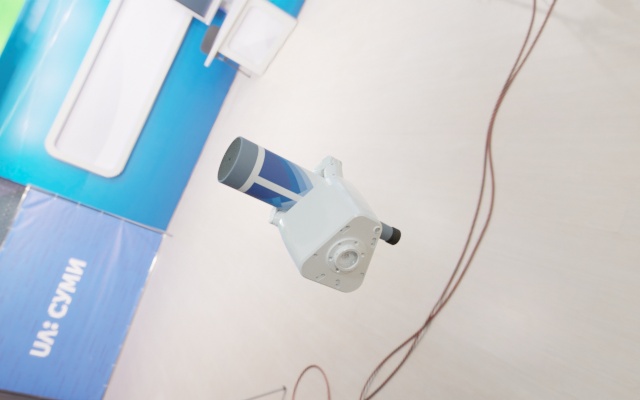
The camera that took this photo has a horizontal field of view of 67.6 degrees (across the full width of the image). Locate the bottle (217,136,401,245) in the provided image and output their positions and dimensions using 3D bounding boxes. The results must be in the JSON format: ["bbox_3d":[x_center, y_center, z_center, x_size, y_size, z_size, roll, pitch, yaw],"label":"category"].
[{"bbox_3d":[0.000,0.002,0.684,0.296,0.069,0.069,25,-12,-27],"label":"bottle"}]
